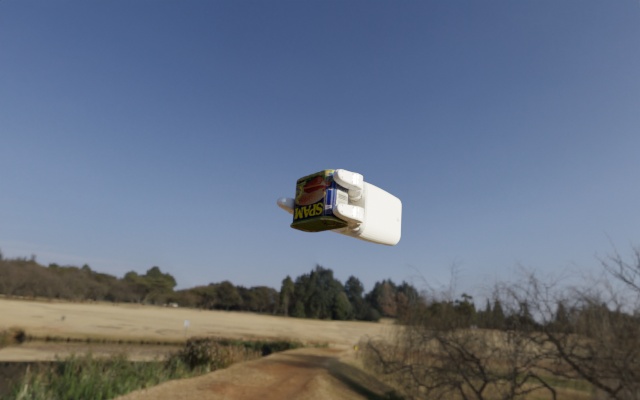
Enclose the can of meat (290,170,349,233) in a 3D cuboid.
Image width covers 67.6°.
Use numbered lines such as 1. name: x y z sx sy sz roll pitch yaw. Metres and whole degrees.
1. can of meat: 0.000 0.002 0.787 0.057 0.084 0.102 18 -21 -39
